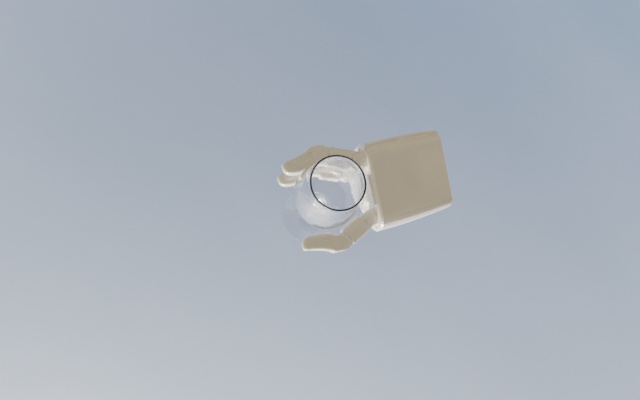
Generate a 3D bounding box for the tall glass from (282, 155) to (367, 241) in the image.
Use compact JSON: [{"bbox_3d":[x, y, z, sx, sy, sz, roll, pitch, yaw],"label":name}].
[{"bbox_3d":[0.000,0.002,0.596,0.079,0.079,0.201,0,-12,-11],"label":"tall glass"}]
